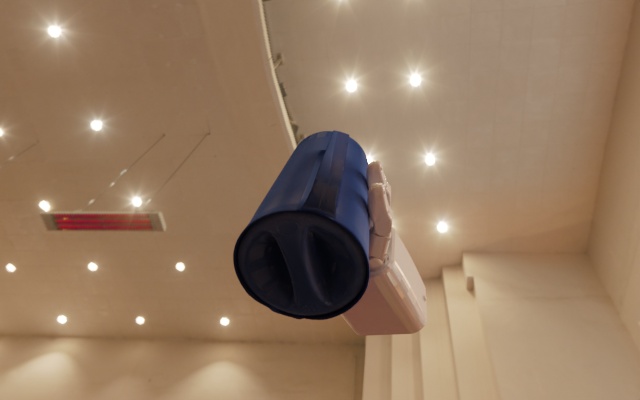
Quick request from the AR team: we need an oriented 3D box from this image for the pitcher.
[{"bbox_3d":[0.000,0.002,0.551,0.149,0.145,0.242,-25,23,22],"label":"pitcher"}]
